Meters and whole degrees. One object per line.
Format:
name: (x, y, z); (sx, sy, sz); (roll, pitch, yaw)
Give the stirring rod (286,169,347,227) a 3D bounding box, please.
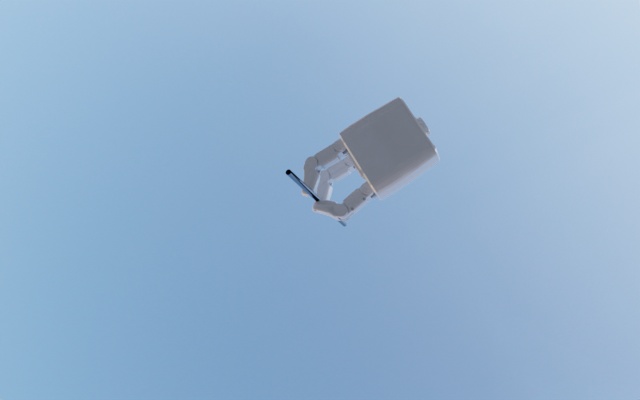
stirring rod: (0.000, 0.002, 0.728); (0.011, 0.011, 0.240); (0, -19, 22)
